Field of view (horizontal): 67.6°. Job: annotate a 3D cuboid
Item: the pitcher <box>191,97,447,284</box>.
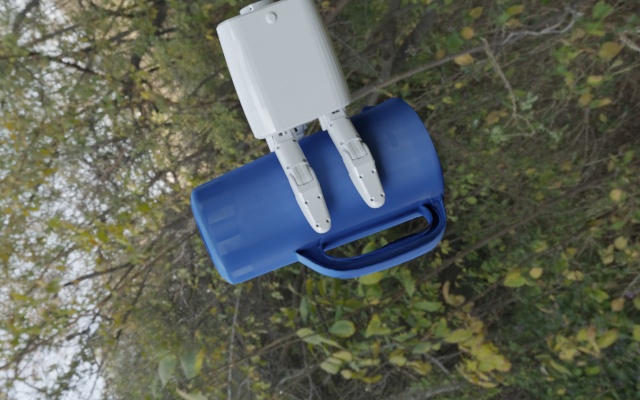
[{"bbox_3d":[0.000,0.001,0.499,0.243,0.145,0.149,-23,15,-8],"label":"pitcher"}]
